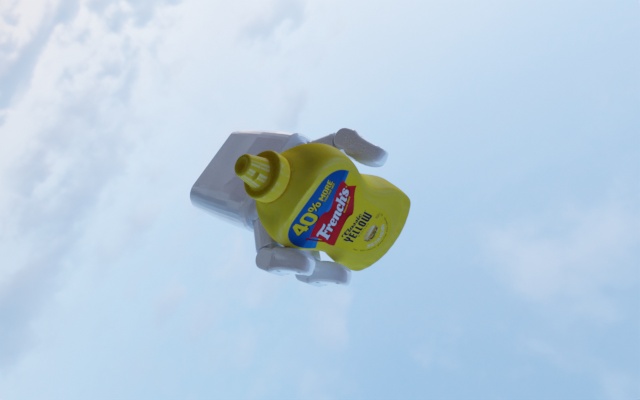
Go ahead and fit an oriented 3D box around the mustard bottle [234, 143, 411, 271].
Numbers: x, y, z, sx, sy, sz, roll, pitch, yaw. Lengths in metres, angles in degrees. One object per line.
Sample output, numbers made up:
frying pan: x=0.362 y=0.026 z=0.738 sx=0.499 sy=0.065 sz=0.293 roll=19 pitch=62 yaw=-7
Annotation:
mustard bottle: x=0.000 y=0.002 z=0.428 sx=0.192 sy=0.096 sz=0.058 roll=26 pitch=15 yaw=-46
